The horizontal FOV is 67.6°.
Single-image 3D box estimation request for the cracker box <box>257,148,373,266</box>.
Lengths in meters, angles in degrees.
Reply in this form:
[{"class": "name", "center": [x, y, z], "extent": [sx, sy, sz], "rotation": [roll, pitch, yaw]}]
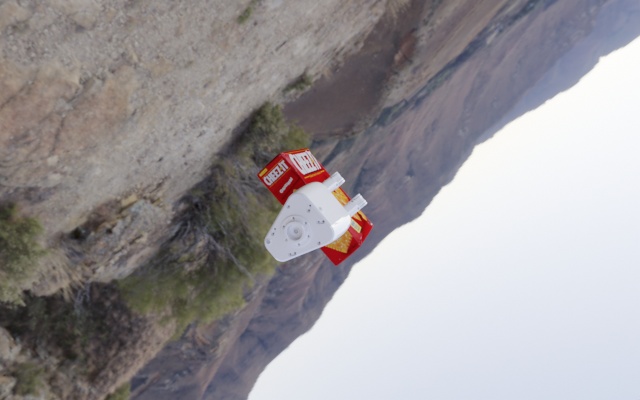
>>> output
[{"class": "cracker box", "center": [0.000, 0.003, 0.896], "extent": [0.072, 0.213, 0.164], "rotation": [-41, -3, 17]}]
